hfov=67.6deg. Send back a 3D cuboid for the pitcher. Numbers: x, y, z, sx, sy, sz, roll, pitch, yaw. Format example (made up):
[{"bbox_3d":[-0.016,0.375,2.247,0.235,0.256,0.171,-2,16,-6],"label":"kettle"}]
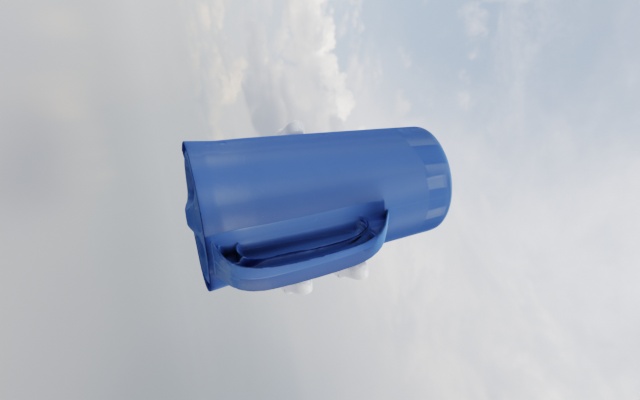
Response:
[{"bbox_3d":[0.000,0.001,0.447,0.243,0.149,0.145,-10,-15,-18],"label":"pitcher"}]
